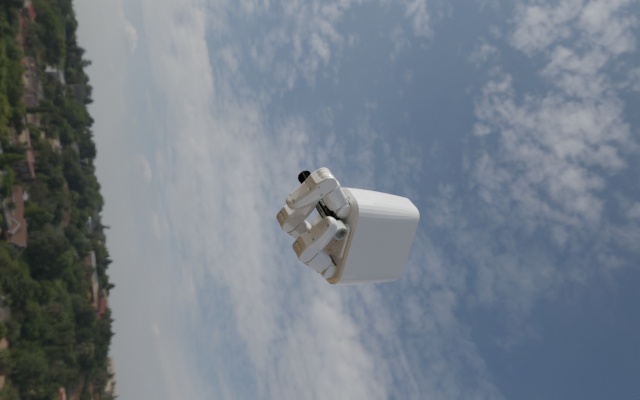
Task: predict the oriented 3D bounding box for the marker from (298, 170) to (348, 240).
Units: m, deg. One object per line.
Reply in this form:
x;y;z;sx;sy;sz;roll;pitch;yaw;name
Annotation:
0.000;0.002;0.583;0.020;0.020;0.121;0;37;-29;marker
